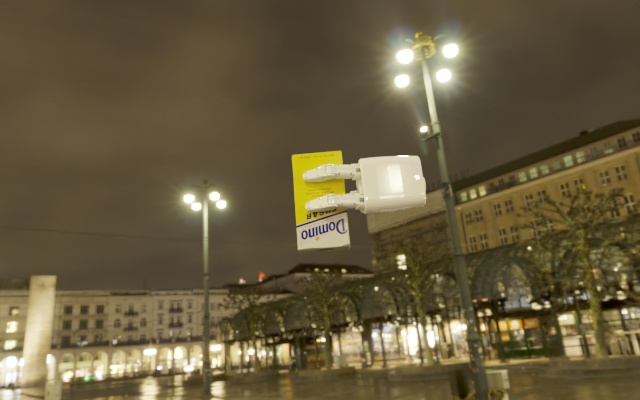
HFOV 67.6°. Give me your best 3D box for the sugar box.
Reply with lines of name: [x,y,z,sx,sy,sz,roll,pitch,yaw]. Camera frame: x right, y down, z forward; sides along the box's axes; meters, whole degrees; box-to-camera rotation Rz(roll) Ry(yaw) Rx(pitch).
sugar box: [0.000,0.003,0.858,0.093,0.176,0.048,-6,-17,2]
